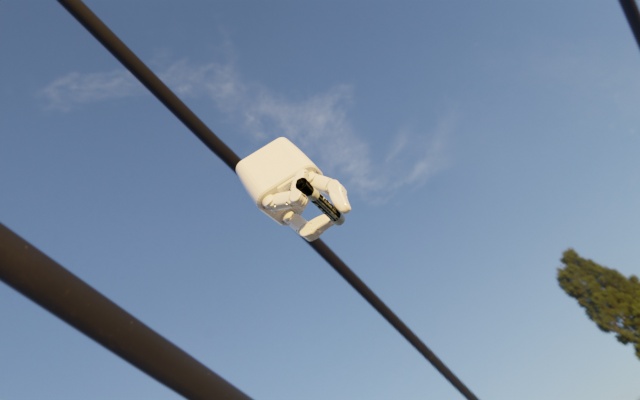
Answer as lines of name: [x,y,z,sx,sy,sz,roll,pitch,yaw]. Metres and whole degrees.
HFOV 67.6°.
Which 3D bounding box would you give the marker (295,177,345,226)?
marker: [0.000,0.002,0.684,0.020,0.020,0.121,0,-28,33]
